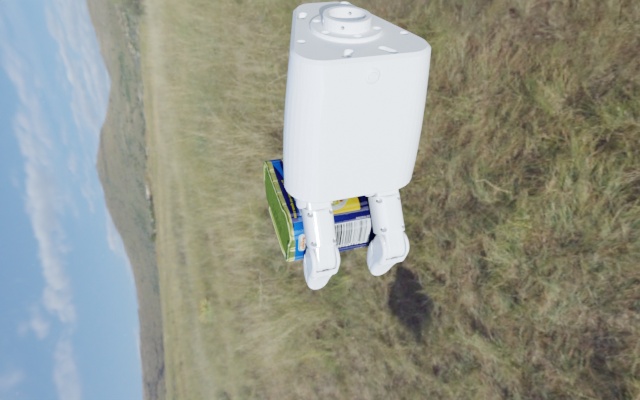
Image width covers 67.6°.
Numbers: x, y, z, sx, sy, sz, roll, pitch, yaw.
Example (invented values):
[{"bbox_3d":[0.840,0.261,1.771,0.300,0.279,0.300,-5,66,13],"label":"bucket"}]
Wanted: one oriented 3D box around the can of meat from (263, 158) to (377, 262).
[{"bbox_3d":[0.000,0.001,0.421,0.084,0.057,0.102,-9,44,-15],"label":"can of meat"}]
